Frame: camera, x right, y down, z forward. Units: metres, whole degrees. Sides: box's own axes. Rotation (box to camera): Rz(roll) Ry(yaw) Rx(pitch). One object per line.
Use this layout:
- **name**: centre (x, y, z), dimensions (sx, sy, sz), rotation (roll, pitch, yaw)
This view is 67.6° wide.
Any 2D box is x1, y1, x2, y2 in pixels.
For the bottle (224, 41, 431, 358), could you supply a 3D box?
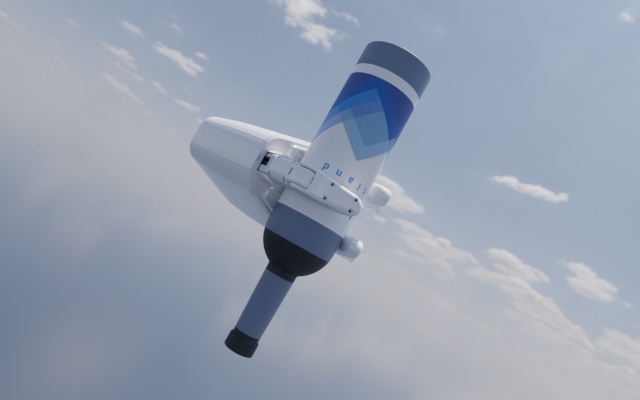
- **bottle**: centre (0.000, 0.001, 0.426), dimensions (0.069, 0.295, 0.069), rotation (29, -5, 3)
